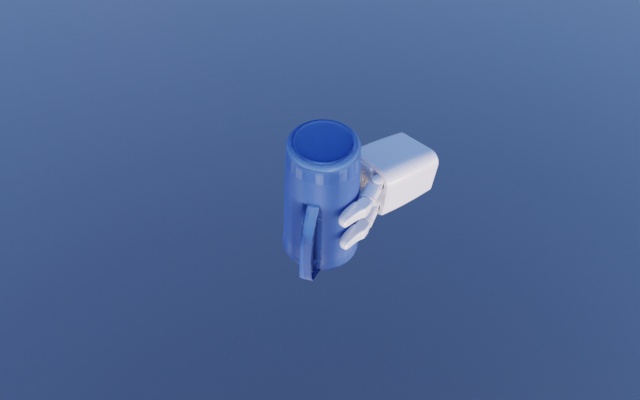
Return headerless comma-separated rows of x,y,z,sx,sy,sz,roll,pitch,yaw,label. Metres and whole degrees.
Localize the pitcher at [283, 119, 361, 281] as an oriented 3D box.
0.000,0.002,0.754,0.145,0.149,0.243,-23,-36,-19,pitcher
